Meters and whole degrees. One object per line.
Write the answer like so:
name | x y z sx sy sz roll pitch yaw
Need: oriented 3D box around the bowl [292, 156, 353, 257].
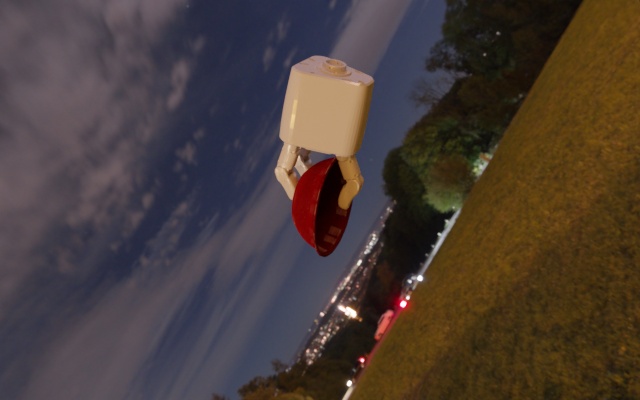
bowl | 0.000 0.004 0.735 0.055 0.162 0.162 11 4 21
